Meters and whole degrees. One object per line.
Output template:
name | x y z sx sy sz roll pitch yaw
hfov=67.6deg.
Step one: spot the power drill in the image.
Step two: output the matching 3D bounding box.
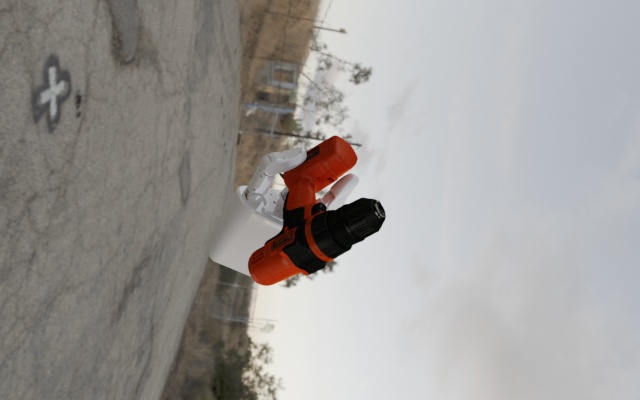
power drill | 0.000 0.002 0.578 0.184 0.057 0.187 -28 30 29
